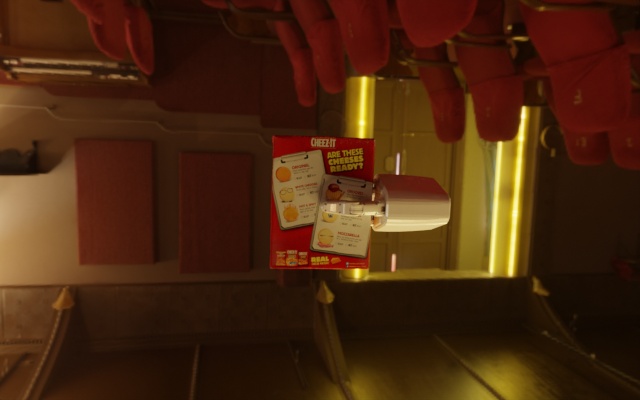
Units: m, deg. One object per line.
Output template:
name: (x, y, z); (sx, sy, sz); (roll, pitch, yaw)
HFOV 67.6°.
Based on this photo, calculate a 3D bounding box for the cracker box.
cracker box: (0.000, 0.003, 0.787); (0.164, 0.214, 0.072); (1, 6, -7)
